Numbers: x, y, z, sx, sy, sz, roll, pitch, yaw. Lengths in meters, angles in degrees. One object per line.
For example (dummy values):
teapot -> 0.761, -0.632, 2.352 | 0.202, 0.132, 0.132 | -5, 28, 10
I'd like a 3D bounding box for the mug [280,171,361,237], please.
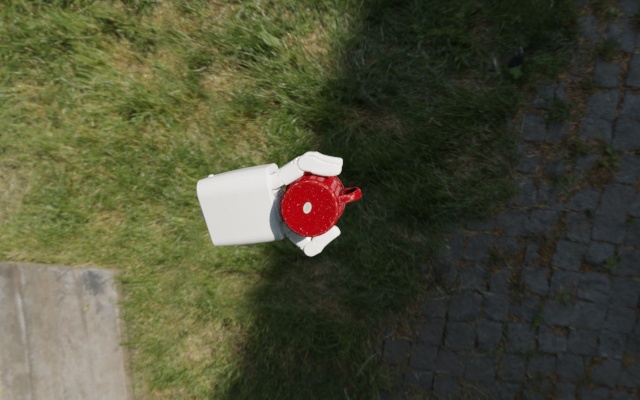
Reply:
mug -> 0.002, 0.002, 0.676 | 0.117, 0.093, 0.081 | -9, 10, 7
